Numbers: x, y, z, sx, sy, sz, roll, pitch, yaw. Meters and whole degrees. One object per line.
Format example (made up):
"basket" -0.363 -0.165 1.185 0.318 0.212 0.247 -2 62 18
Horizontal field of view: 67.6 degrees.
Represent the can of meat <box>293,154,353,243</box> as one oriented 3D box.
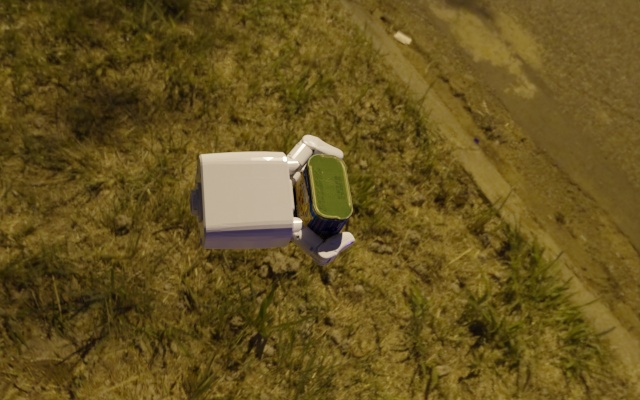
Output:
"can of meat" 0.000 0.002 0.624 0.057 0.102 0.084 2 -32 -18
